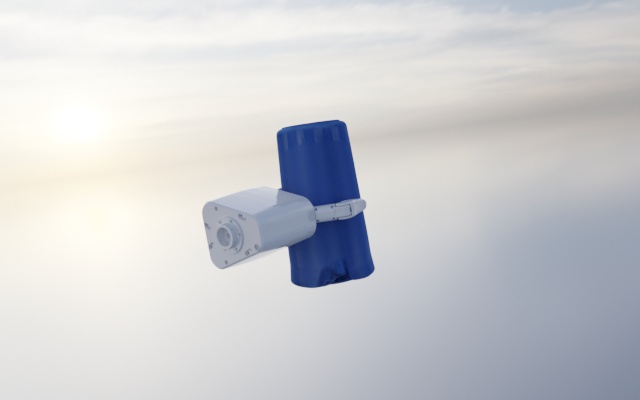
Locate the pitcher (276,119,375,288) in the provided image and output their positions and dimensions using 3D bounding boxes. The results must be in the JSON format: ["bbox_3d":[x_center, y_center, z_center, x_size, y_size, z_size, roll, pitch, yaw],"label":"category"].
[{"bbox_3d":[0.000,0.002,0.745,0.149,0.243,0.145,-3,9,37],"label":"pitcher"}]
